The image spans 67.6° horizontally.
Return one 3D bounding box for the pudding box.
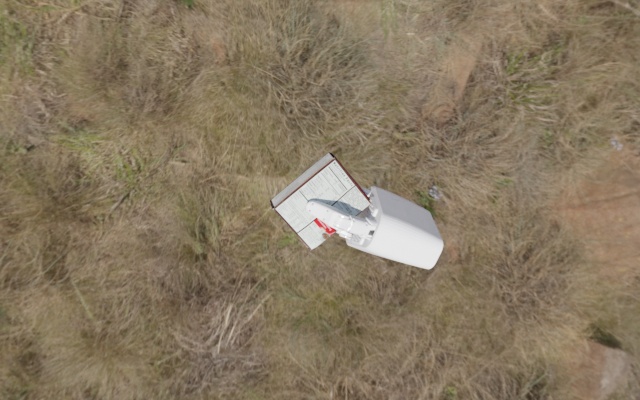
[{"bbox_3d":[0.000,0.002,0.668,0.113,0.090,0.039,-39,21,2],"label":"pudding box"}]
